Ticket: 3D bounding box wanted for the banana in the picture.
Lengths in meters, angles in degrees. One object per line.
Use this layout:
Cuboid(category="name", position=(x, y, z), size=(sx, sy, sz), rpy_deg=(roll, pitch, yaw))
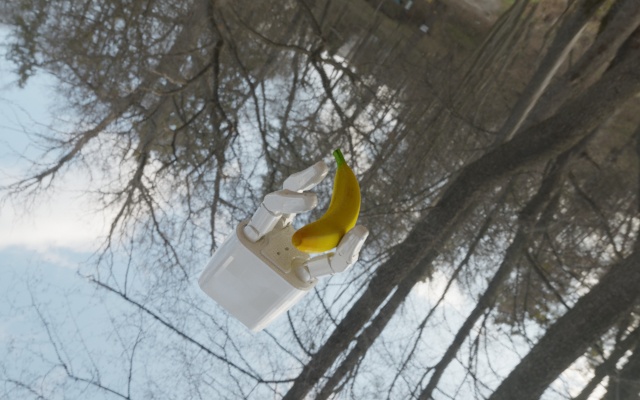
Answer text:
Cuboid(category="banana", position=(0.014, 0.012, 0.563), size=(0.037, 0.069, 0.197), rpy_deg=(-38, 16, 31))
